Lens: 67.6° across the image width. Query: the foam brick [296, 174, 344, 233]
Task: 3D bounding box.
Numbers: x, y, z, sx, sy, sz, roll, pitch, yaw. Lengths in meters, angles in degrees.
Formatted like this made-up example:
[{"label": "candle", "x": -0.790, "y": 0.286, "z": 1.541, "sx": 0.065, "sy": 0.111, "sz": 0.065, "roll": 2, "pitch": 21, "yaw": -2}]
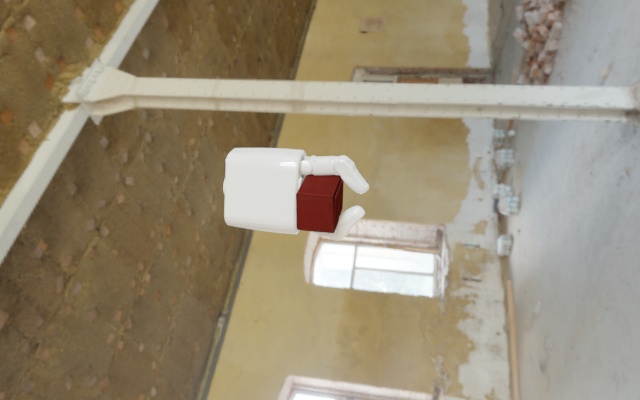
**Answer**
[{"label": "foam brick", "x": 0.000, "y": 0.002, "z": 0.639, "sx": 0.051, "sy": 0.053, "sz": 0.078, "roll": 5, "pitch": 25, "yaw": 9}]
